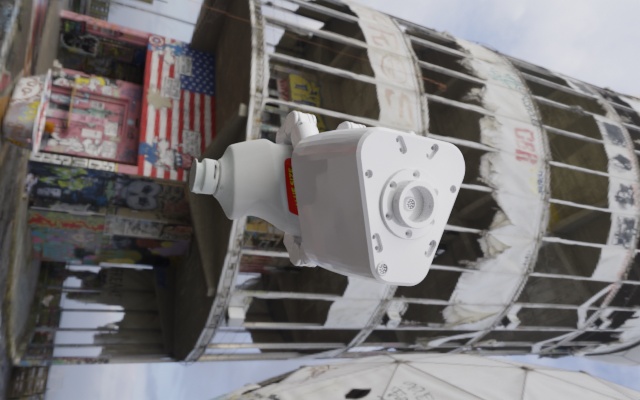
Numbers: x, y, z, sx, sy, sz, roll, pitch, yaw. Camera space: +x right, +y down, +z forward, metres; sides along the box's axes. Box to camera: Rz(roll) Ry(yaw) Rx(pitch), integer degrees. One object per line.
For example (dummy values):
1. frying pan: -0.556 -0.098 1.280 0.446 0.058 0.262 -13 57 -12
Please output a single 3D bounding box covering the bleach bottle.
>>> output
1. bleach bottle: 0.000 0.001 0.468 0.251 0.102 0.068 8 0 -26
